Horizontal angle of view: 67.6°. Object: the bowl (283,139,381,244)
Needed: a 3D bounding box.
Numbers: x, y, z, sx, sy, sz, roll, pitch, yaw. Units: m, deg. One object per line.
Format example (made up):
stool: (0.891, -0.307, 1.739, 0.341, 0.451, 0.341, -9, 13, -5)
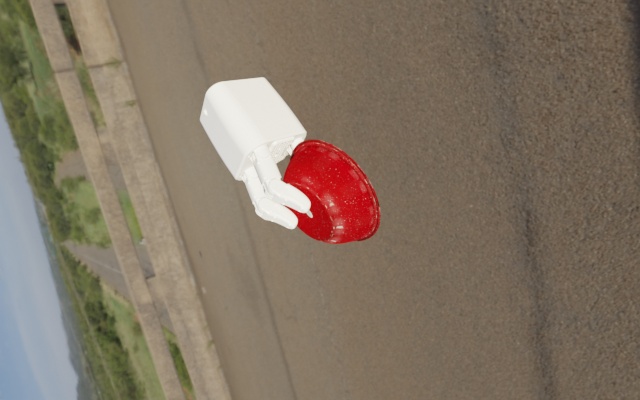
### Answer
bowl: (0.001, 0.003, 0.639, 0.055, 0.162, 0.162, -39, 23, -32)
